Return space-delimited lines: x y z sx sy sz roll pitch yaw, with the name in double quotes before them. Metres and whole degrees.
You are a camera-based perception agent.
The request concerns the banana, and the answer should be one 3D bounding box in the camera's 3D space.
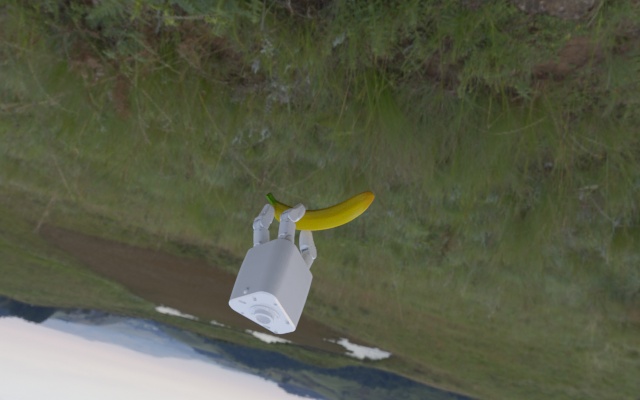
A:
"banana" -0.001 0.020 0.853 0.198 0.070 0.037 -1 22 11
